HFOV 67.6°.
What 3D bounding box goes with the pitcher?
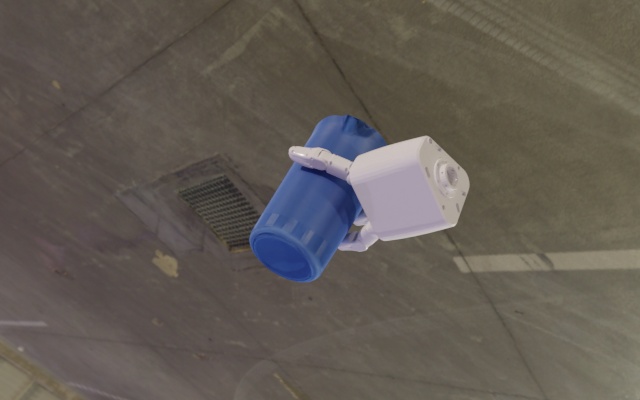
[{"bbox_3d":[0.000,0.002,0.704,0.145,0.149,0.242,-12,35,43],"label":"pitcher"}]
